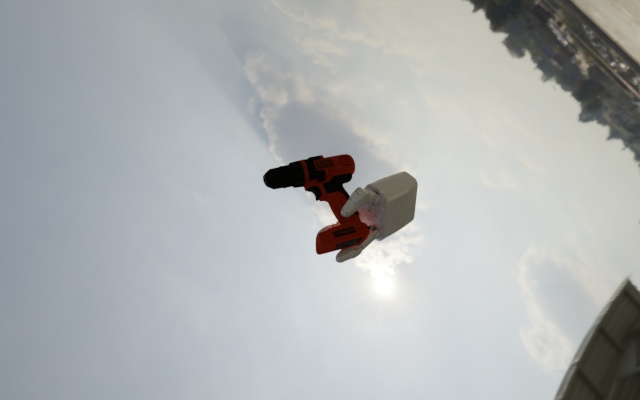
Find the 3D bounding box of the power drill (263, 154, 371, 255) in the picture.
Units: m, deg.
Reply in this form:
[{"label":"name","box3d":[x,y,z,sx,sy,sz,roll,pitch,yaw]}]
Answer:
[{"label":"power drill","box3d":[0.001,0.003,0.896,0.184,0.187,0.057,-13,-22,-16]}]
